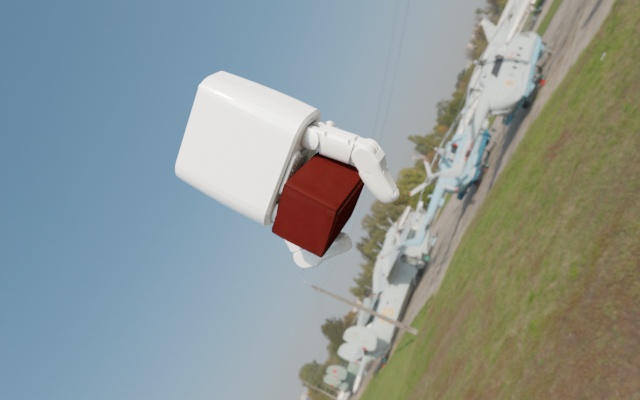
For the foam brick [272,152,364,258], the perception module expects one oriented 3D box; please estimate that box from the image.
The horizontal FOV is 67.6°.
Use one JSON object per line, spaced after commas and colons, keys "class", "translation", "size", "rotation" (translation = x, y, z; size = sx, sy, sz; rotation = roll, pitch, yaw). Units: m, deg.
{"class": "foam brick", "translation": [0.000, 0.001, 0.419], "size": [0.051, 0.053, 0.078], "rotation": [26, 35, 10]}
